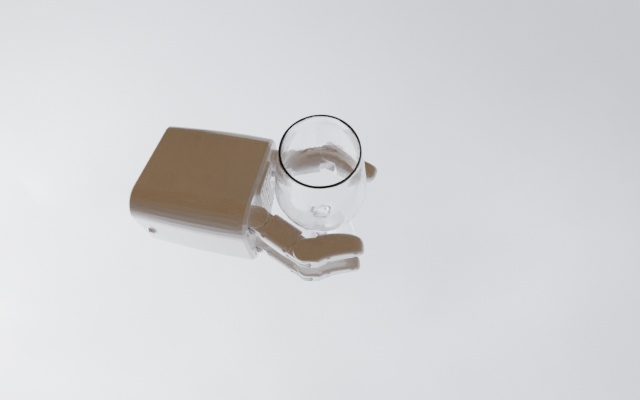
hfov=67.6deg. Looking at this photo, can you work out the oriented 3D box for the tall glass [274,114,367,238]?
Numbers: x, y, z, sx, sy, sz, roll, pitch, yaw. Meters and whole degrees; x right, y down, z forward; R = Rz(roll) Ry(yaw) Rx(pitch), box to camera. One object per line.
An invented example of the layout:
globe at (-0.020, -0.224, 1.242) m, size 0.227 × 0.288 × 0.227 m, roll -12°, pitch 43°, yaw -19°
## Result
tall glass at (0.000, 0.002, 0.440) m, size 0.079 × 0.079 × 0.201 m, roll 0°, pitch -23°, yaw 0°
